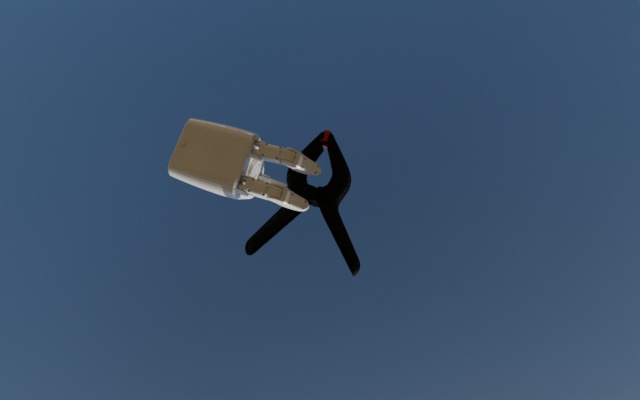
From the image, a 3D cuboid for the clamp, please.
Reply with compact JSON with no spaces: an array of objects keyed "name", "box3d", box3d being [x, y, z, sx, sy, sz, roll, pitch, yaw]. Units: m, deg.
[{"name":"clamp","box3d":[0.000,0.002,0.690,0.164,0.210,0.036,17,-13,9]}]
